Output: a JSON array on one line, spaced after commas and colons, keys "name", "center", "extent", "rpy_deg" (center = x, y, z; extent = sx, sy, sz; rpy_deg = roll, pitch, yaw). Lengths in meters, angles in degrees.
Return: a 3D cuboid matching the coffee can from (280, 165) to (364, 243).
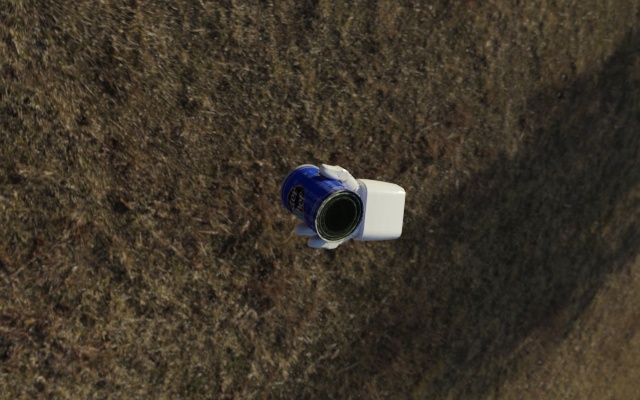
[{"name": "coffee can", "center": [0.000, 0.003, 0.893], "extent": [0.103, 0.103, 0.140], "rpy_deg": [0, 22, -33]}]
